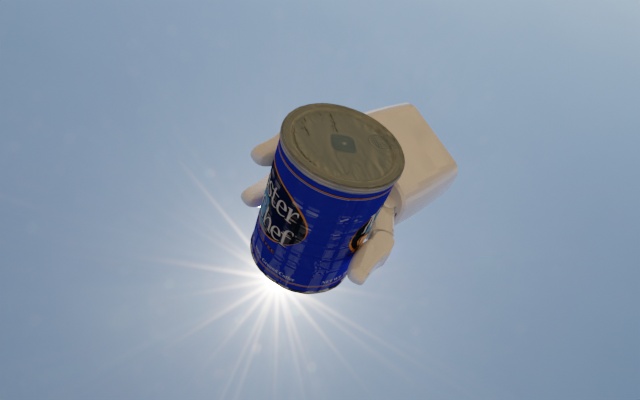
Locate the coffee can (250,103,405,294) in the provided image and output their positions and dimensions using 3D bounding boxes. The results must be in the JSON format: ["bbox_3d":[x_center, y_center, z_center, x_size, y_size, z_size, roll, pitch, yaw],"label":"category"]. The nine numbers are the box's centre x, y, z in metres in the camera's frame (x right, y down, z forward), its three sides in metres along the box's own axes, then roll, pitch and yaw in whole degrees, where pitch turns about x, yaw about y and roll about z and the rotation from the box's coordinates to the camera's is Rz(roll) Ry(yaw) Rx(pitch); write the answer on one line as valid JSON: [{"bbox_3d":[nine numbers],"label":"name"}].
[{"bbox_3d":[0.000,0.001,0.423,0.103,0.102,0.140,0,-43,-22],"label":"coffee can"}]
